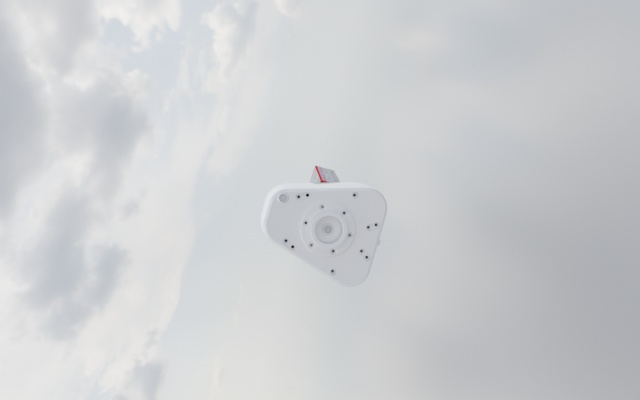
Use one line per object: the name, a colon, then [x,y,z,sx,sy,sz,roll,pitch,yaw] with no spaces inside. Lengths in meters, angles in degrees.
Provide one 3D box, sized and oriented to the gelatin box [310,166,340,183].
gelatin box: [0.000,0.002,0.600,0.030,0.073,0.089,14,14,-10]
